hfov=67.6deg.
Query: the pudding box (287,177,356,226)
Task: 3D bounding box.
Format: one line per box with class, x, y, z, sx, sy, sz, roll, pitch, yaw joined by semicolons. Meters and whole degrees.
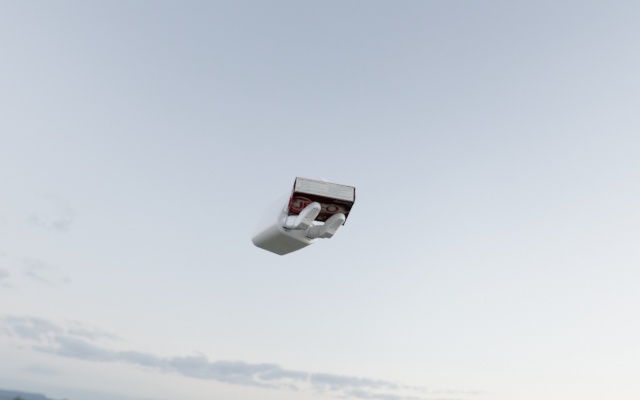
pudding box;0.000;0.003;0.876;0.113;0.039;0.090;8;-31;-7
